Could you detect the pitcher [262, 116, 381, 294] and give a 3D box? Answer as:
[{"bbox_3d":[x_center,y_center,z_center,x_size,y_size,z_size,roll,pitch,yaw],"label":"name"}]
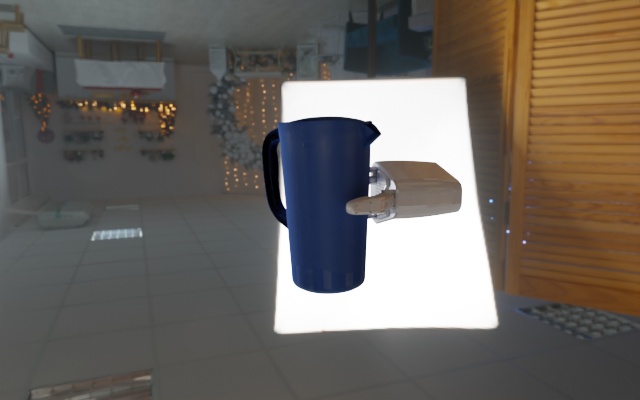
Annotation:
[{"bbox_3d":[0.000,0.002,0.688,0.145,0.243,0.149,-3,8,-16],"label":"pitcher"}]
